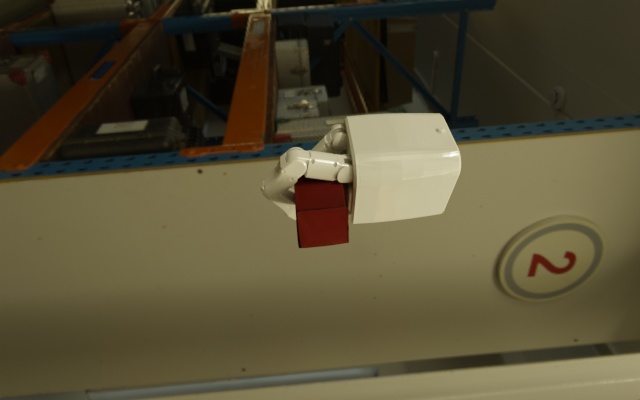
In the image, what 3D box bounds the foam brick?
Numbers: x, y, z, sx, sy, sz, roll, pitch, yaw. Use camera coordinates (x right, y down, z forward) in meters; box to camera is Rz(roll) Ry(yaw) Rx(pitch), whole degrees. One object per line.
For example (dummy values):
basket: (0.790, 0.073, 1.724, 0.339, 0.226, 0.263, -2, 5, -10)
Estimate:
foam brick: (0.000, 0.002, 0.486, 0.051, 0.053, 0.078, -4, 43, -2)
